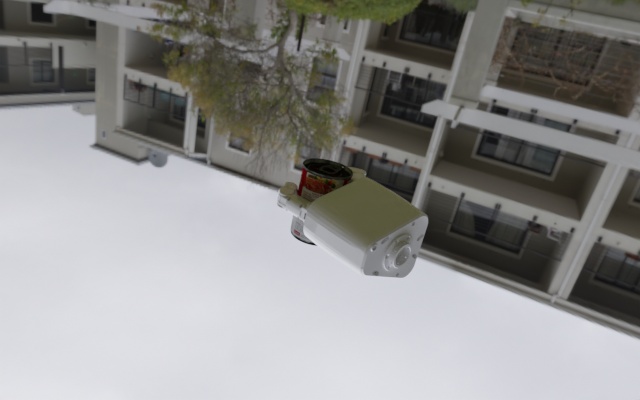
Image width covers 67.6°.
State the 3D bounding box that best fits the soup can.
[{"bbox_3d":[0.000,0.002,0.651,0.068,0.102,0.068,11,23,-4],"label":"soup can"}]
